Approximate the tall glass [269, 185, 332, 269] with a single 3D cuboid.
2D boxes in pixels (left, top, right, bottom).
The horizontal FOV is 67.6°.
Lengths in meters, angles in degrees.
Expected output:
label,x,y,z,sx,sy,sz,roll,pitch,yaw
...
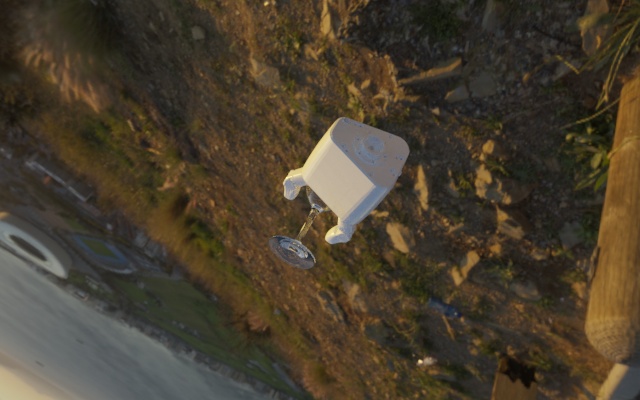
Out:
label,x,y,z,sx,sy,sz,roll,pitch,yaw
tall glass,0.000,0.003,0.736,0.079,0.201,0.079,20,-34,14
